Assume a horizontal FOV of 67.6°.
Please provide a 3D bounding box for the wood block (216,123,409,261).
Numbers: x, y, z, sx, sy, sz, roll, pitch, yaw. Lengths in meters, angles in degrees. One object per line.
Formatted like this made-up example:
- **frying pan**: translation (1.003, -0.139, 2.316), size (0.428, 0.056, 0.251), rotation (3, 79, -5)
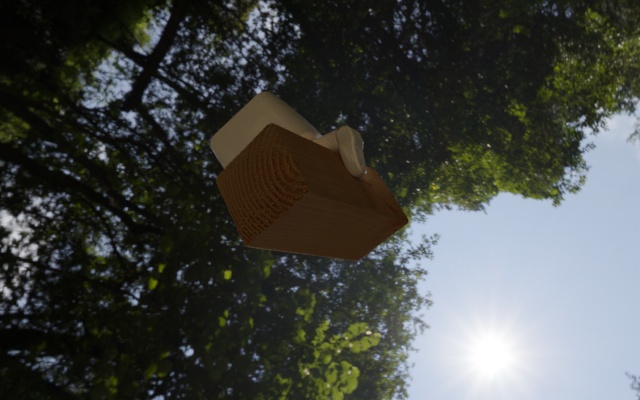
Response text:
- **wood block**: translation (0.000, 0.001, 0.533), size (0.091, 0.090, 0.206), rotation (-42, -30, 22)
